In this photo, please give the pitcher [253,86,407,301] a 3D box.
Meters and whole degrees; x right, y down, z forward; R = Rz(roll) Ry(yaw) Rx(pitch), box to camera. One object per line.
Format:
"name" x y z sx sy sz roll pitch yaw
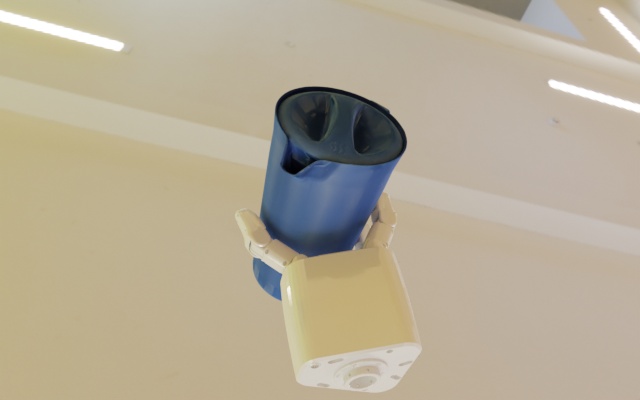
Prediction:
"pitcher" 0.000 0.002 0.545 0.149 0.243 0.145 2 43 -18
